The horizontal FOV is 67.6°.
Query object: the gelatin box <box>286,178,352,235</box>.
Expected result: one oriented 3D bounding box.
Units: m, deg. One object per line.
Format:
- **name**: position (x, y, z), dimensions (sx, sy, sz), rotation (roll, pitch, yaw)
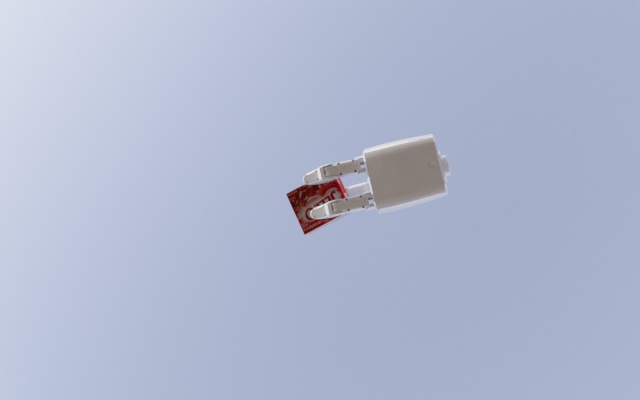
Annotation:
- **gelatin box**: position (0.000, 0.003, 0.754), dimensions (0.089, 0.073, 0.030), rotation (-28, -10, 18)
